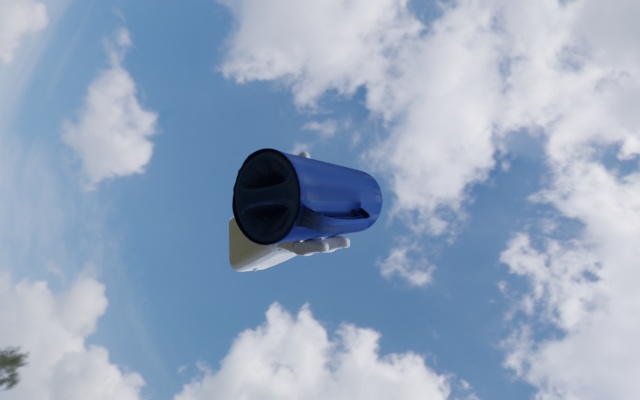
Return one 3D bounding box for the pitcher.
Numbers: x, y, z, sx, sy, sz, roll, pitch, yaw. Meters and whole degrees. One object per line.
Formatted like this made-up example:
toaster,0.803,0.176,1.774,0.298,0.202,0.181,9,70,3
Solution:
pitcher,0.000,0.002,0.738,0.145,0.149,0.243,-31,-20,34
